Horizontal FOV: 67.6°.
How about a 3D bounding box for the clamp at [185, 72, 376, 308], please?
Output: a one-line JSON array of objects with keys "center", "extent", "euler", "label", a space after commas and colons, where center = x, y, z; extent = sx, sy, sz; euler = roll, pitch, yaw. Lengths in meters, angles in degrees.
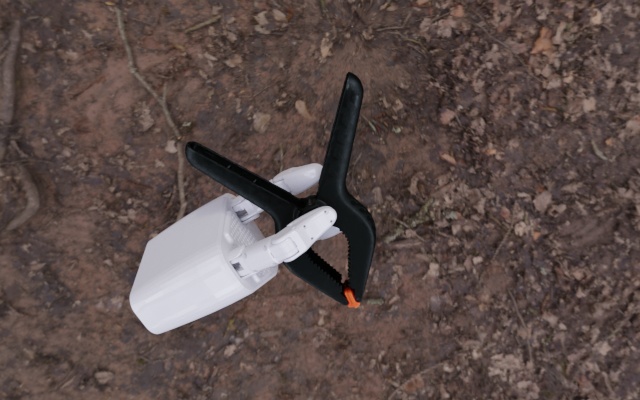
[{"center": [0.000, 0.002, 0.431], "extent": [0.164, 0.210, 0.036], "euler": [-28, 16, 13], "label": "clamp"}]
